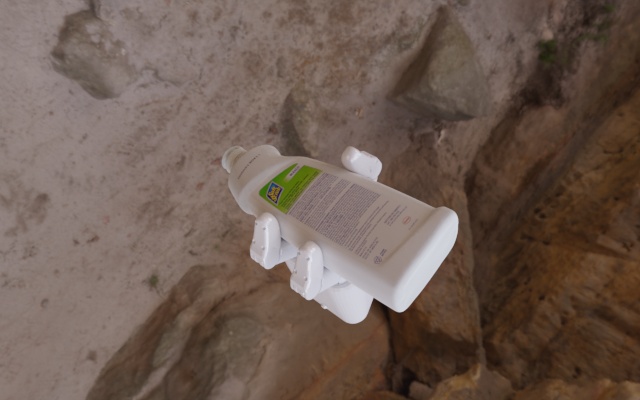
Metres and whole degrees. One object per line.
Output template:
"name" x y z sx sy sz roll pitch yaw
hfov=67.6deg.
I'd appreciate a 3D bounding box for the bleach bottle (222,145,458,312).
"bleach bottle" 0.000 0.002 0.475 0.250 0.102 0.068 31 -22 29
